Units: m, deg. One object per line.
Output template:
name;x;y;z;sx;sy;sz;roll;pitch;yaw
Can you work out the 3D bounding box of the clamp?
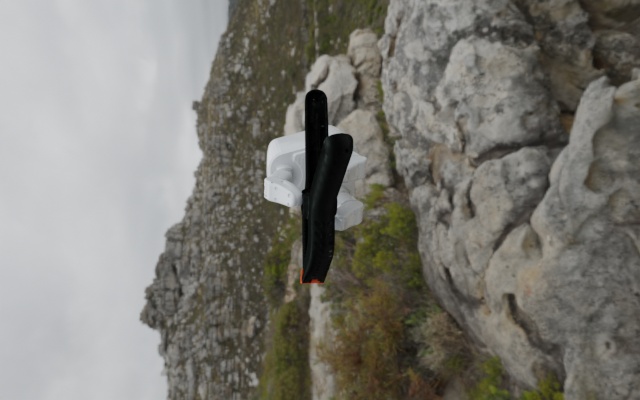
clamp;-0.001;0.002;0.490;0.036;0.210;0.164;1;19;-8
